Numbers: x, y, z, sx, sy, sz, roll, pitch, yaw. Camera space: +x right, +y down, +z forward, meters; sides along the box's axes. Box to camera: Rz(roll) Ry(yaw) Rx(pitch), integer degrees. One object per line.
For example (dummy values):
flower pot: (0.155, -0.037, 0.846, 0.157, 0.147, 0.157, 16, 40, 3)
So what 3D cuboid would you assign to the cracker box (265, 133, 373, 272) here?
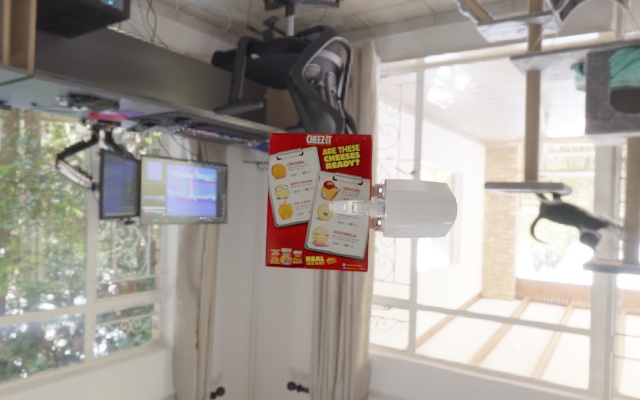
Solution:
cracker box: (0.000, 0.003, 0.771, 0.164, 0.213, 0.072, 2, 0, 6)
